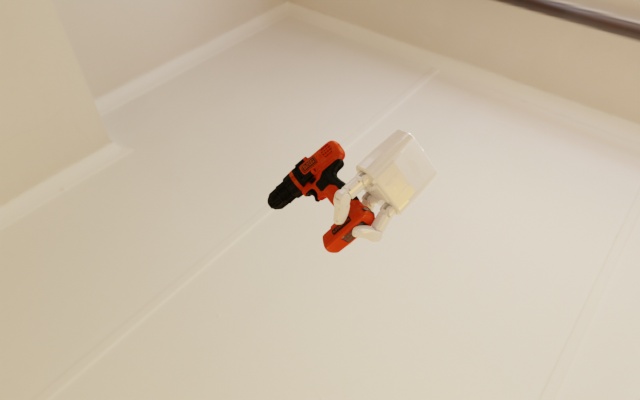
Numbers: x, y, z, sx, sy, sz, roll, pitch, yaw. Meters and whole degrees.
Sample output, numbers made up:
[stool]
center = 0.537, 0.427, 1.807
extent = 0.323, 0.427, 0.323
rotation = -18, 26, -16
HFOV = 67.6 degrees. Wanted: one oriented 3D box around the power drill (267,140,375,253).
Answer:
[power drill]
center = 0.001, 0.003, 0.891
extent = 0.184, 0.187, 0.057
rotation = -41, -29, 14
